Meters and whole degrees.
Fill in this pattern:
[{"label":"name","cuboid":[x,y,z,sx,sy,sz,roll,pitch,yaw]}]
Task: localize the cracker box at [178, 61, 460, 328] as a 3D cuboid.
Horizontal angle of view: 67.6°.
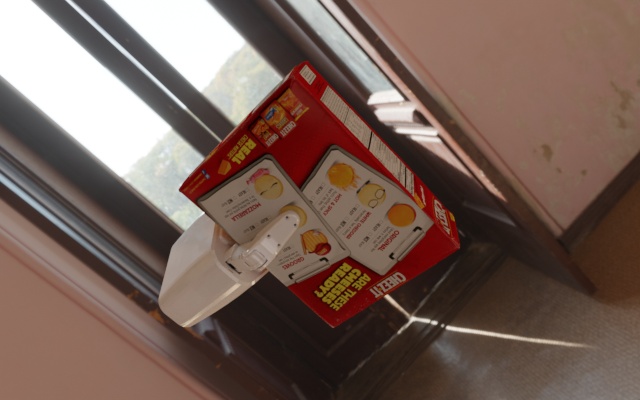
[{"label":"cracker box","cuboid":[0.000,0.001,0.463,0.164,0.214,0.072,-39,16,27]}]
